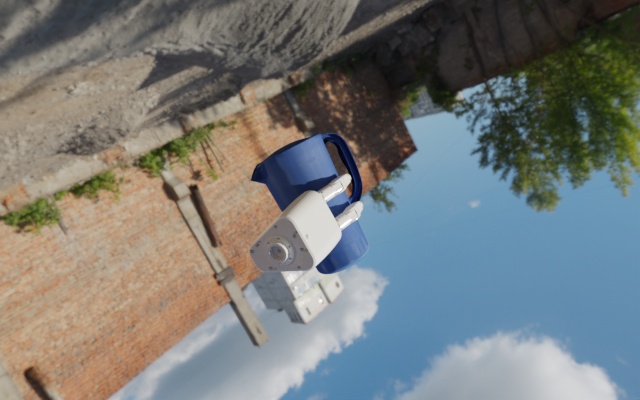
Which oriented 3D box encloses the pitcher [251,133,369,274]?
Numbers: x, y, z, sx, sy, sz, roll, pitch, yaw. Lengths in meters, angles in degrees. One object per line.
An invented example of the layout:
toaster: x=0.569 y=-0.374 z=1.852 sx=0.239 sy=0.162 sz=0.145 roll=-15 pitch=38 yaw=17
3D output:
pitcher: x=0.000 y=0.003 z=0.878 sx=0.149 sy=0.243 sz=0.145 roll=-23 pitch=10 yaw=28
